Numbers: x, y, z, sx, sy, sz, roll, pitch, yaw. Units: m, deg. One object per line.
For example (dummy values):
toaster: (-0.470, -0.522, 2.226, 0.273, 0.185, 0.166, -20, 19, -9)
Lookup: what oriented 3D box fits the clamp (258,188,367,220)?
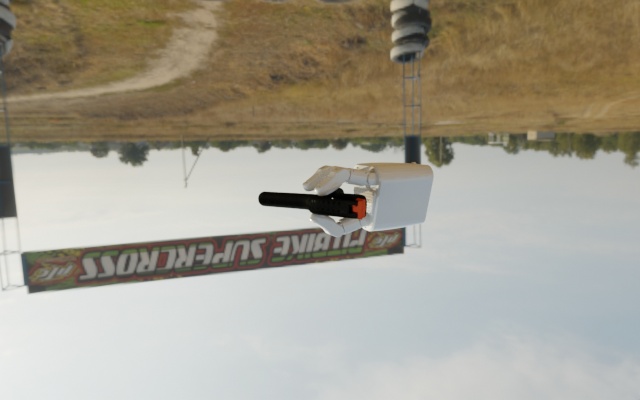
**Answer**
clamp: (0.001, 0.003, 0.764, 0.164, 0.036, 0.210, -4, 8, -22)
